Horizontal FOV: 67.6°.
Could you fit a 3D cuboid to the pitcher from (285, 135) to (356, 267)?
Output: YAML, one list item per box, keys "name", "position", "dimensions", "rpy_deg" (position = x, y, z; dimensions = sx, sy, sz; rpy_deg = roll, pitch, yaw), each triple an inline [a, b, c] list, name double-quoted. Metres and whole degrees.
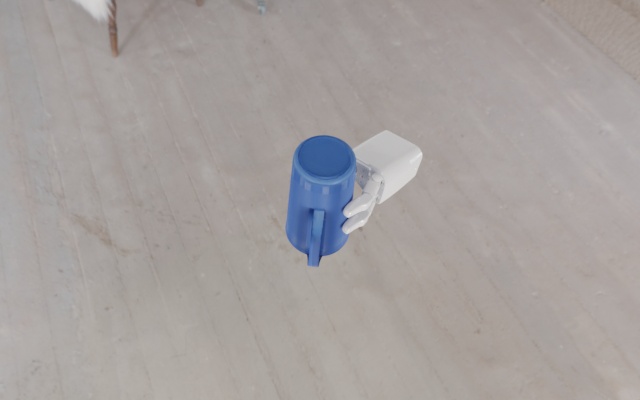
- name: "pitcher"
  position: [0.000, 0.003, 0.890]
  dimensions: [0.145, 0.149, 0.243]
  rpy_deg: [-32, -26, -22]
